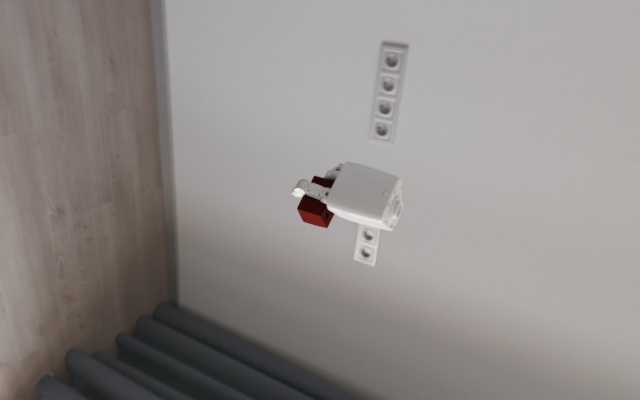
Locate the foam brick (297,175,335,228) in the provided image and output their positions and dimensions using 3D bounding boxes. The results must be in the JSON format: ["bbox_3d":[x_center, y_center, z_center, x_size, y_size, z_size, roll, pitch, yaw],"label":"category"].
[{"bbox_3d":[0.000,0.003,0.883,0.051,0.078,0.053,18,-23,23],"label":"foam brick"}]
